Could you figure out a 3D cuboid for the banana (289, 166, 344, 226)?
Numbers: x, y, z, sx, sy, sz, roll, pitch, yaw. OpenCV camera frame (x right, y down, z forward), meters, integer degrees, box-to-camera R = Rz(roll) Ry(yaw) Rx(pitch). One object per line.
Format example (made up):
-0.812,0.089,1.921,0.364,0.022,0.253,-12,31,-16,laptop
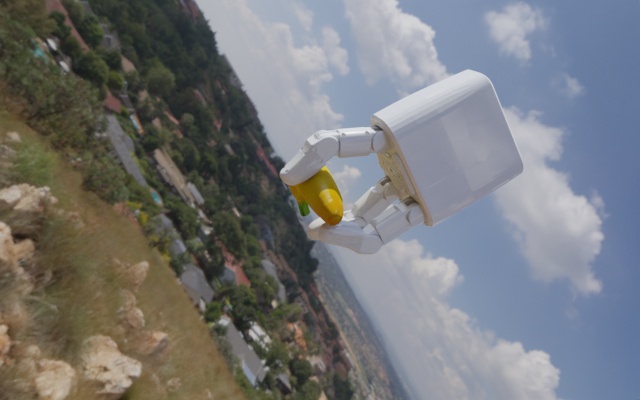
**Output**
-0.009,-0.015,0.494,0.037,0.069,0.198,-26,5,-6,banana
